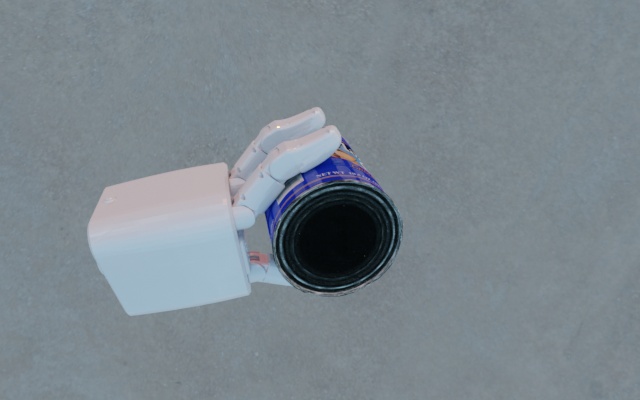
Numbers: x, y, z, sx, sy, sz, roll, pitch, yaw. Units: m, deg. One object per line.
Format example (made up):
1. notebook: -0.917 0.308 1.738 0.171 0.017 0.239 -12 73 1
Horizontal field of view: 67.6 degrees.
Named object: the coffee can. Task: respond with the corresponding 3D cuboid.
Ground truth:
1. coffee can: 0.000 0.001 0.422 0.103 0.103 0.140 0 26 -13
